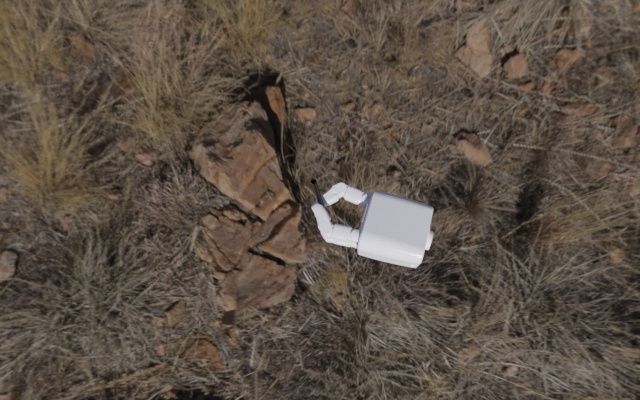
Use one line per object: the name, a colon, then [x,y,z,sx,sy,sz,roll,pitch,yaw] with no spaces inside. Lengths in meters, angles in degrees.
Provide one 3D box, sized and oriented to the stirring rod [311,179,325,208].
stirring rod: [0.000,0.003,0.792,0.011,0.011,0.239,0,-14,5]
